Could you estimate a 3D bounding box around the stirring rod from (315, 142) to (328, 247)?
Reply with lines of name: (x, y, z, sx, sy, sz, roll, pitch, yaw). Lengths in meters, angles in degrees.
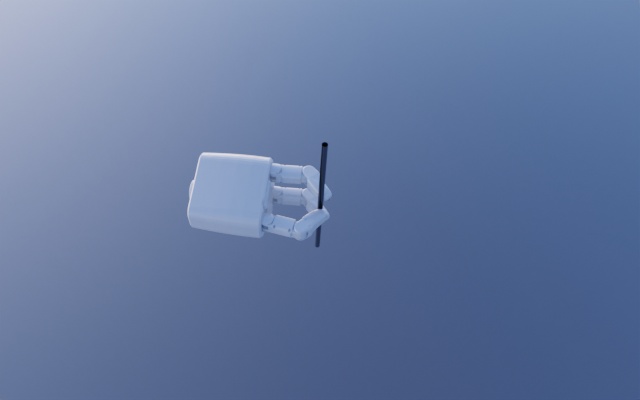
stirring rod: (0.000, 0.002, 0.682, 0.011, 0.011, 0.240, 0, -36, -3)
